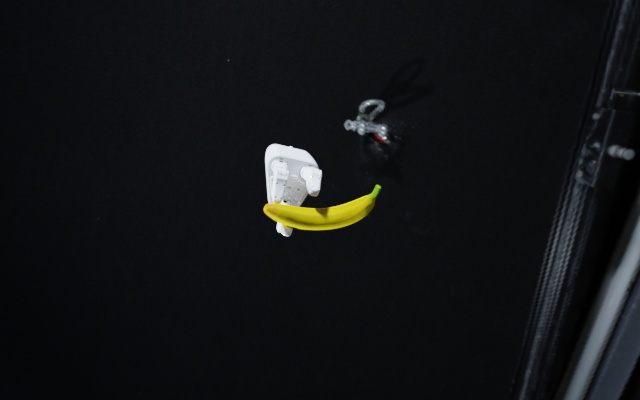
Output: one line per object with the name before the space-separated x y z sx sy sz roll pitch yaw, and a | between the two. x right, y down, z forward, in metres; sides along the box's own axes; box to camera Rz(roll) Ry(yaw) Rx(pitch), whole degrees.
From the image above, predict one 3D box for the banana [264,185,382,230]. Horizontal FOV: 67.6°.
banana | 0.006 0.019 0.806 0.198 0.070 0.037 -11 24 -3
